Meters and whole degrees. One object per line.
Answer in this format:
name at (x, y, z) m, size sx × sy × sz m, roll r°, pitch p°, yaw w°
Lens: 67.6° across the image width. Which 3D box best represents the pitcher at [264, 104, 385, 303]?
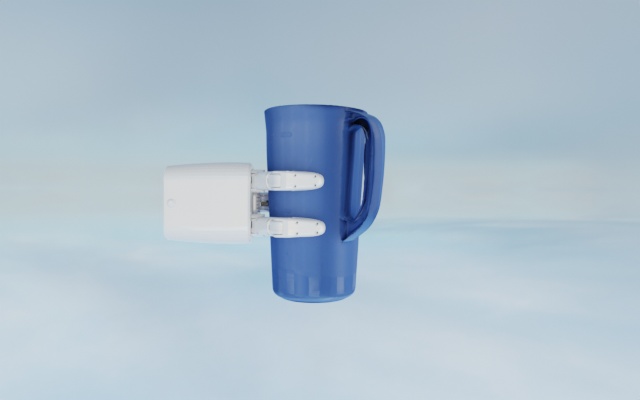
pitcher at (0.000, 0.002, 0.607) m, size 0.145 × 0.243 × 0.149 m, roll 0°, pitch 2°, yaw -1°
